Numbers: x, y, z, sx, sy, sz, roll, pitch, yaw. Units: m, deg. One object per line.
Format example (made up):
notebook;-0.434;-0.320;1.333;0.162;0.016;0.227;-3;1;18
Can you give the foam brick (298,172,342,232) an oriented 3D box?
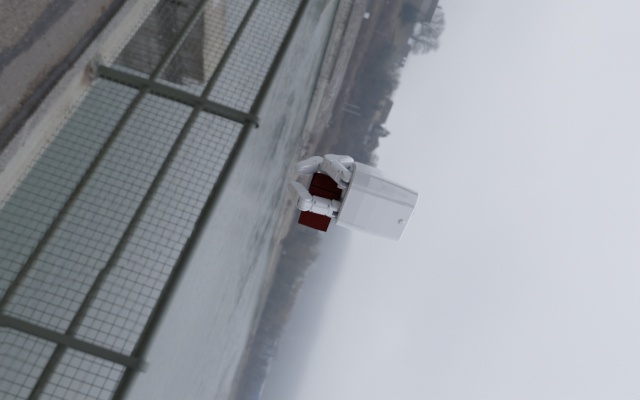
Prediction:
foam brick;0.000;0.003;0.784;0.051;0.078;0.053;18;30;-2
